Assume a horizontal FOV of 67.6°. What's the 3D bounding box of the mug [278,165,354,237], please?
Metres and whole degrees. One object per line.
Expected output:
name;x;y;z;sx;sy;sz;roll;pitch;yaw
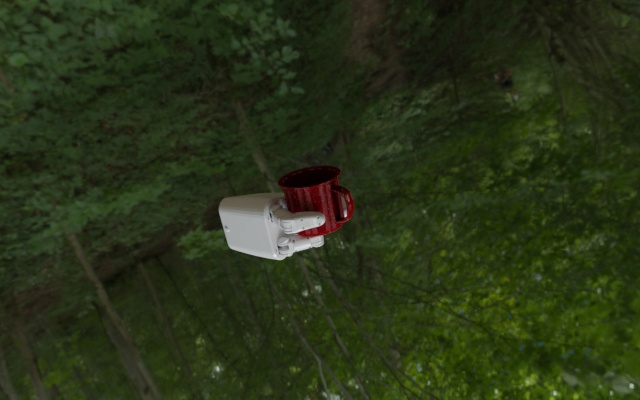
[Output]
mug;0.001;0.003;0.701;0.117;0.081;0.093;6;26;37
